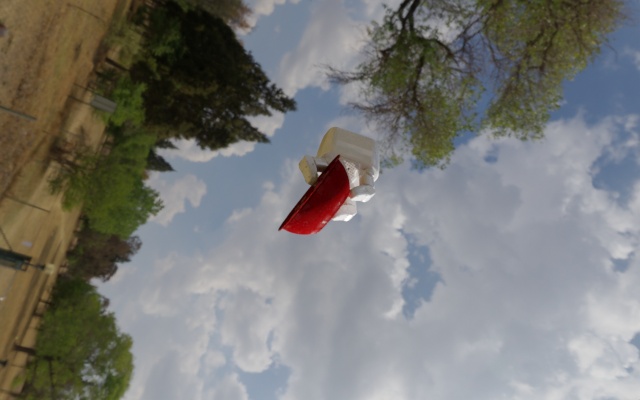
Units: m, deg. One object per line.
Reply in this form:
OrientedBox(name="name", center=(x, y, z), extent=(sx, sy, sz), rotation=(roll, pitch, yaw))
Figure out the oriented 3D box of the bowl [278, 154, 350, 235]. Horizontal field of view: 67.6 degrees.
OrientedBox(name="bowl", center=(0.000, 0.004, 0.790), extent=(0.055, 0.162, 0.162), rotation=(39, -3, -4))
